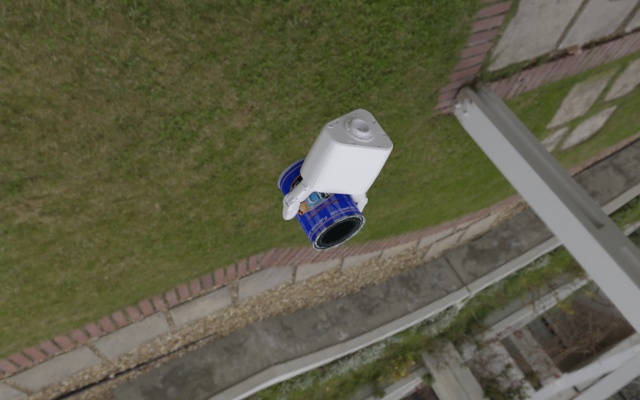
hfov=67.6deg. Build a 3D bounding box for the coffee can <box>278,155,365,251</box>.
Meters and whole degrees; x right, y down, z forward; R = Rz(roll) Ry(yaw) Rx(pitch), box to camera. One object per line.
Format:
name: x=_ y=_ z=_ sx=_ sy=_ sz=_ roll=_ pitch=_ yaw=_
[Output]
coffee can: x=0.000 y=0.003 z=0.845 sx=0.103 sy=0.140 sz=0.103 roll=-25 pitch=-26 yaw=-13
